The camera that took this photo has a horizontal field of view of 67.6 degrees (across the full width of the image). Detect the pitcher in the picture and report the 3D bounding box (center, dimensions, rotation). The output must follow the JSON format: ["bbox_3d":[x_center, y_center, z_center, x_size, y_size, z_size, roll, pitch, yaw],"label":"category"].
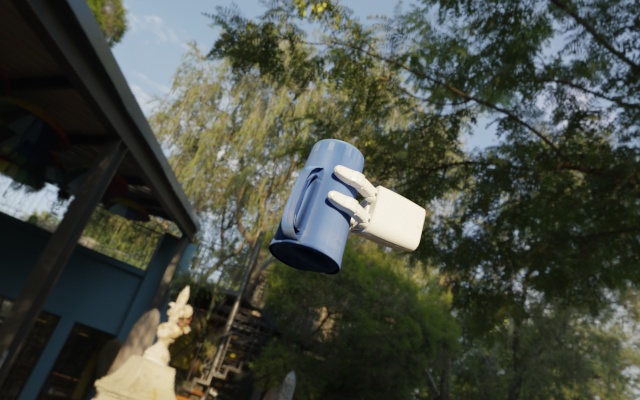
[{"bbox_3d":[0.000,0.003,0.891,0.145,0.242,0.149,25,-27,-14],"label":"pitcher"}]
